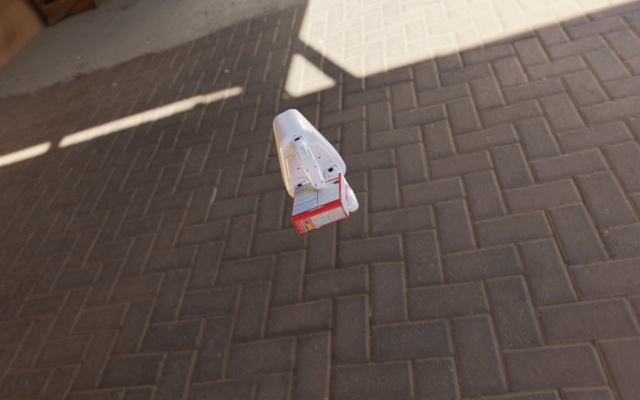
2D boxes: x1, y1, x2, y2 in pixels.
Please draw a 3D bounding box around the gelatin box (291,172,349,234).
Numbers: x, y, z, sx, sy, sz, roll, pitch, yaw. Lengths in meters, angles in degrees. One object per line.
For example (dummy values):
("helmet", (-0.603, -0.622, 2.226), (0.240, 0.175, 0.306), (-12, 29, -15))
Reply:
("gelatin box", (0.000, 0.002, 0.664), (0.073, 0.030, 0.089), (-20, 27, 12))
